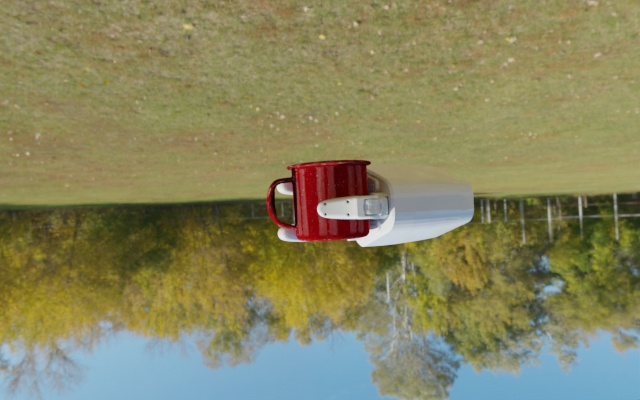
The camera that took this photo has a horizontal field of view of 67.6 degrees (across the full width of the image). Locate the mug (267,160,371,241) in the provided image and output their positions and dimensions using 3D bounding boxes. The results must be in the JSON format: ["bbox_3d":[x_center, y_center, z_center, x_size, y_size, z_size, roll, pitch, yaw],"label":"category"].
[{"bbox_3d":[-0.001,0.002,0.518,0.117,0.081,0.093,-3,-1,-18],"label":"mug"}]
